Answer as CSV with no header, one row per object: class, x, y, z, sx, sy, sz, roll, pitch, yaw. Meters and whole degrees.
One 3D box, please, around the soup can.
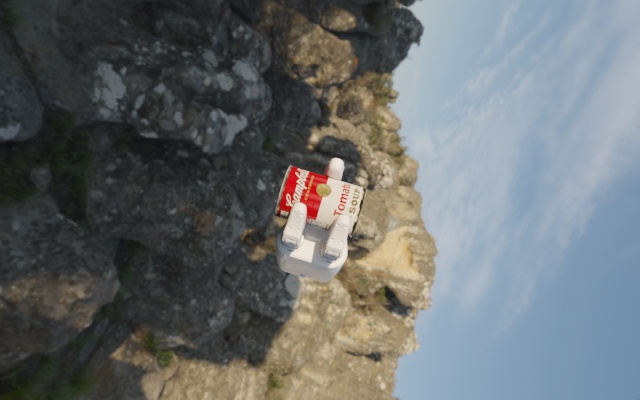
soup can,0.000,0.002,0.611,0.102,0.068,0.068,17,0,0
